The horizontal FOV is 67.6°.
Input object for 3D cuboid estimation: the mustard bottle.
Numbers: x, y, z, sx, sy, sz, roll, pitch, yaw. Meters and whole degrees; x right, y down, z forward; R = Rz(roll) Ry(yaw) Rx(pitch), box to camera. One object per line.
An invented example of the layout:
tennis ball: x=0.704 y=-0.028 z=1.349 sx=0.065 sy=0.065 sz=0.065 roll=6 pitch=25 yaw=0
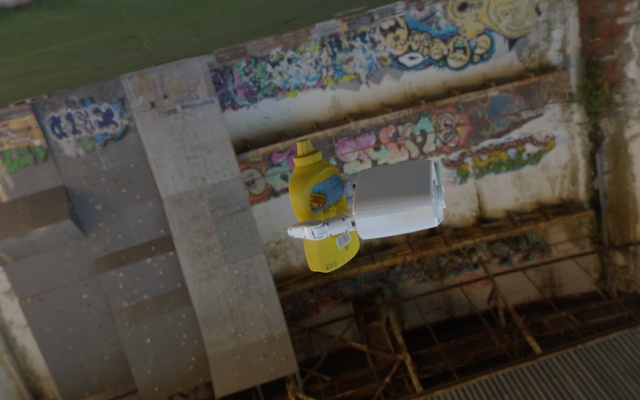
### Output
mustard bottle: x=0.000 y=0.003 z=0.708 sx=0.058 sy=0.192 sz=0.096 roll=0 pitch=22 yaw=43
